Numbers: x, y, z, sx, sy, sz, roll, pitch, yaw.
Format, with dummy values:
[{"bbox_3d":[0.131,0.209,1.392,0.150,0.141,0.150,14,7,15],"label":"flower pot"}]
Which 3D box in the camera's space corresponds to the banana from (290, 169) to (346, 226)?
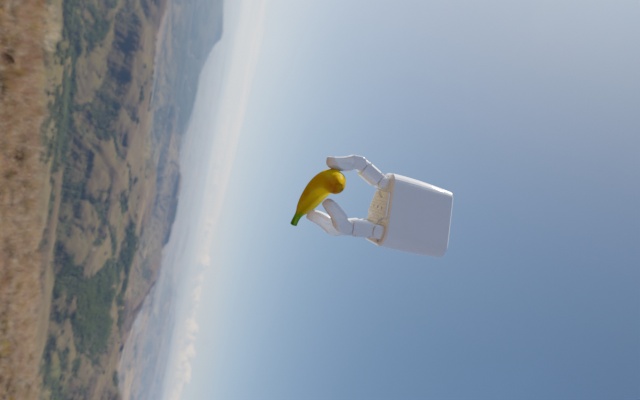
[{"bbox_3d":[0.002,-0.013,0.752,0.037,0.069,0.198,17,-24,-15],"label":"banana"}]
